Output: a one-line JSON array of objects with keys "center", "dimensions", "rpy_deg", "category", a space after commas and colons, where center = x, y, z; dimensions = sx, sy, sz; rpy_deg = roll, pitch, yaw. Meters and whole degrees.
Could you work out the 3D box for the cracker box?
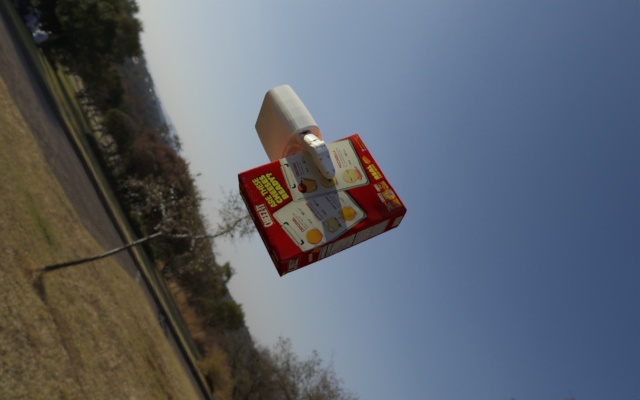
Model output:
[{"center": [0.000, 0.002, 0.753], "dimensions": [0.213, 0.164, 0.072], "rpy_deg": [-21, -26, -17], "category": "cracker box"}]
